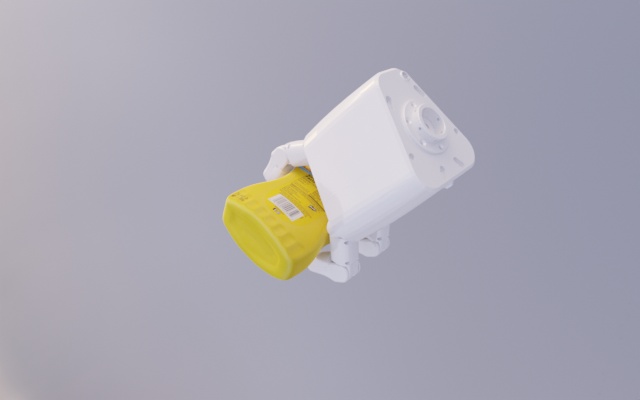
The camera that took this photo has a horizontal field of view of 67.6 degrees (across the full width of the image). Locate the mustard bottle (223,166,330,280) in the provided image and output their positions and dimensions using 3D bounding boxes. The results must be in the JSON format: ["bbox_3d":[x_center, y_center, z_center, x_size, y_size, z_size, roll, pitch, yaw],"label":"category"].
[{"bbox_3d":[0.000,0.002,0.499,0.096,0.058,0.191,41,44,21],"label":"mustard bottle"}]
